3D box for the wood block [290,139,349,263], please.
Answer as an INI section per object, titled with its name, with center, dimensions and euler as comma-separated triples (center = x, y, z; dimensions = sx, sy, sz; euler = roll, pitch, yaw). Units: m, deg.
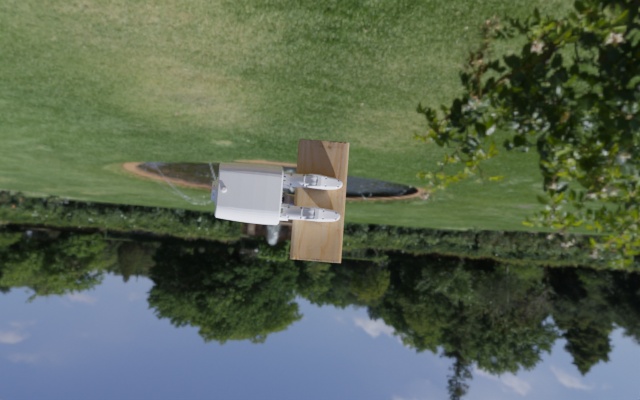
[wood block]
center = 0.000, 0.003, 0.854
dimensions = 0.090, 0.206, 0.091
euler = 4, -4, 1
